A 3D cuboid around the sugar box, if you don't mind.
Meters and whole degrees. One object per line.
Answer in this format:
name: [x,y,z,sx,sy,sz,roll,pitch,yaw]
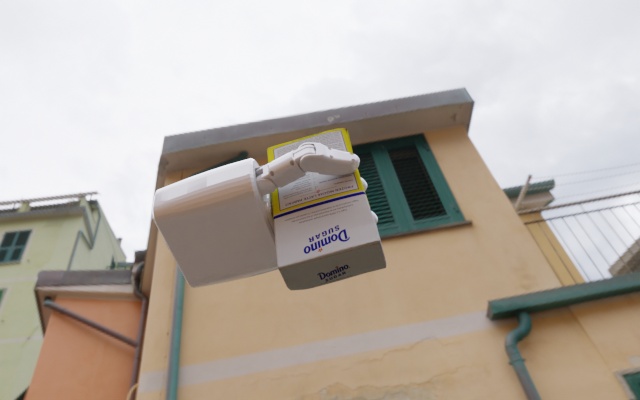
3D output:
sugar box: [0.000,0.002,0.478,0.093,0.176,0.048,-15,-45,4]
